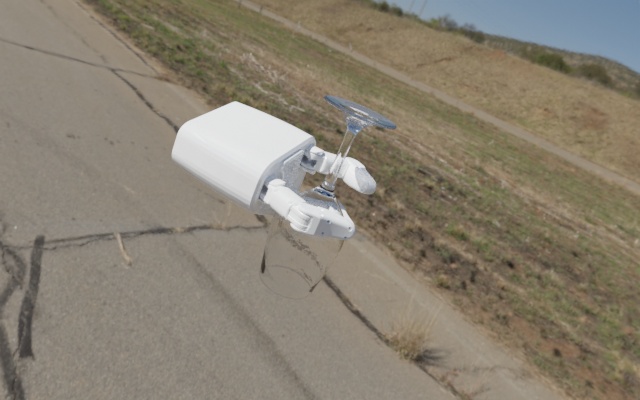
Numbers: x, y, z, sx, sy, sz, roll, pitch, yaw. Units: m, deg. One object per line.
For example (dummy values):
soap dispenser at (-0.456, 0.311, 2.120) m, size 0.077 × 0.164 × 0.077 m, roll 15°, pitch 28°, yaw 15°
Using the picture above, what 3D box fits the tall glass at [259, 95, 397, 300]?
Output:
tall glass at (0.000, 0.001, 0.482) m, size 0.079 × 0.201 × 0.079 m, roll 21°, pitch 19°, yaw -8°
